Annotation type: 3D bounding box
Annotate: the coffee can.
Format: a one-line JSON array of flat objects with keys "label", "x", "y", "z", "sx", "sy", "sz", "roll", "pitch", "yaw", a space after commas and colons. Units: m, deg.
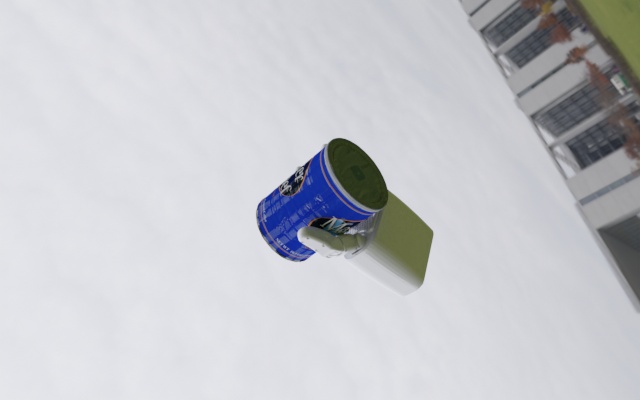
[{"label": "coffee can", "x": 0.000, "y": 0.002, "z": 0.607, "sx": 0.140, "sy": 0.102, "sz": 0.103, "roll": -37, "pitch": -23, "yaw": 33}]
